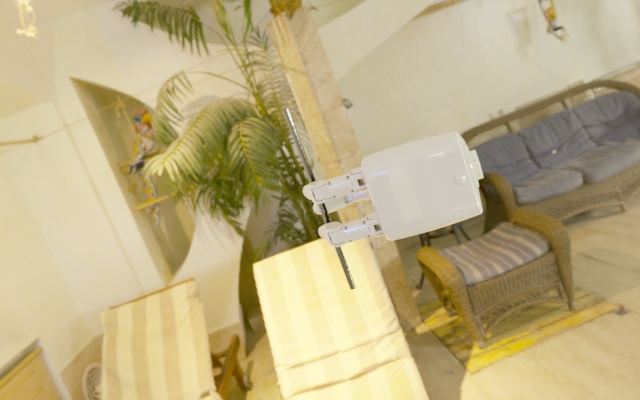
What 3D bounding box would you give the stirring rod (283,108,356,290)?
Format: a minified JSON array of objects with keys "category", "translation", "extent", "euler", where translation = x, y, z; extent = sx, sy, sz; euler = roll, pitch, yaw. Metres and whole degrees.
[{"category":"stirring rod","translation":[0.000,0.002,0.592],"extent":[0.011,0.239,0.011],"euler":[-20,10,4]}]
